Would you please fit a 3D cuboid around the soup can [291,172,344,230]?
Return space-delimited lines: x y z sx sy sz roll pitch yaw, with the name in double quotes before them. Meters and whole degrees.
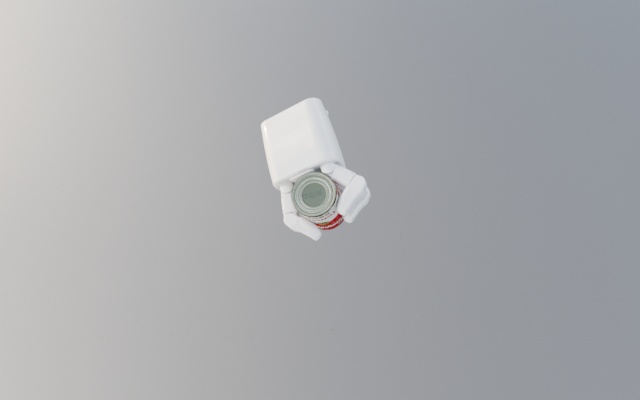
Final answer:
"soup can" 0.000 0.003 0.716 0.068 0.068 0.102 0 -13 12
